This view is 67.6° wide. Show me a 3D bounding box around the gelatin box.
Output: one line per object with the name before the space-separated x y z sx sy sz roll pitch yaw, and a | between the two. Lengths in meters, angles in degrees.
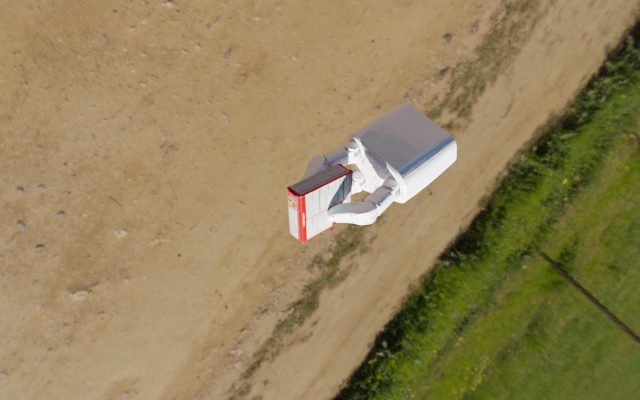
gelatin box | 0.000 0.002 0.609 0.089 0.073 0.030 -28 44 -32
